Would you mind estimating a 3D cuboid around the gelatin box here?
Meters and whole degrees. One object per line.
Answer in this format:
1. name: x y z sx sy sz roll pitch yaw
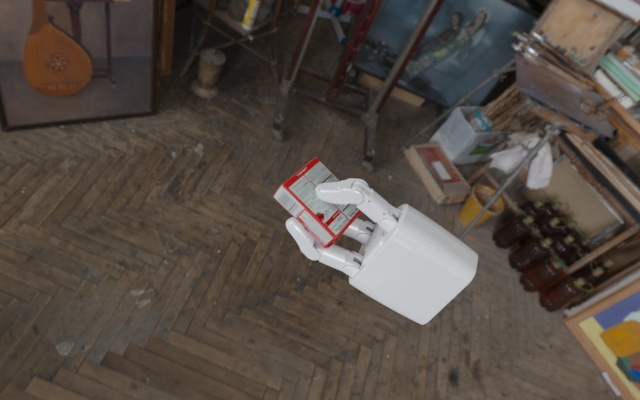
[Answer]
1. gelatin box: 0.000 0.001 0.563 0.073 0.089 0.030 -44 -2 -43
